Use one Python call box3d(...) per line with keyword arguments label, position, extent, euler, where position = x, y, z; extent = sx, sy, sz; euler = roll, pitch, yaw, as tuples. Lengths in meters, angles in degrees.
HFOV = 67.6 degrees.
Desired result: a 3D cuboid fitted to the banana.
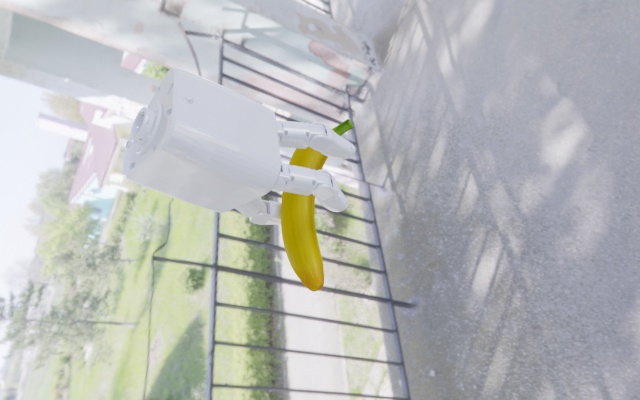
box3d(label="banana", position=(-0.014, 0.000, 0.525), extent=(0.069, 0.197, 0.037), euler=(-5, -22, 40))
